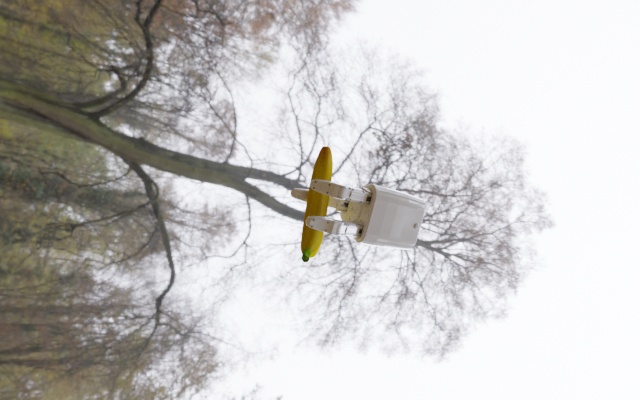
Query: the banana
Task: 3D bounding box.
[{"bbox_3d":[-0.004,0.011,0.787,0.037,0.197,0.070,11,-18,-9],"label":"banana"}]
